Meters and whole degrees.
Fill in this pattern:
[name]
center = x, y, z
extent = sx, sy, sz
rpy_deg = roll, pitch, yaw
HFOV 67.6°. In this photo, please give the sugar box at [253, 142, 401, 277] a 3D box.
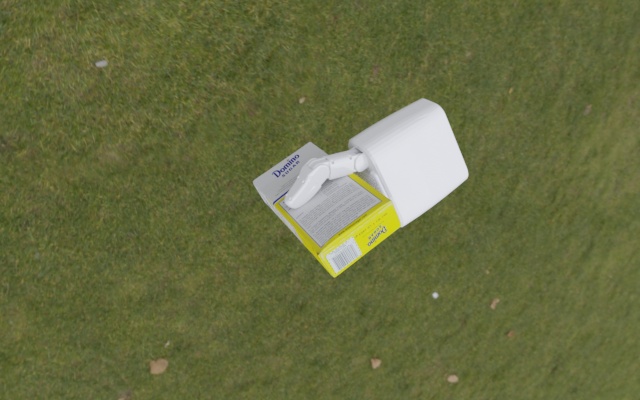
[sugar box]
center = 0.000, 0.002, 0.544
extent = 0.093, 0.048, 0.176
rpy_deg = -35, 37, -10
